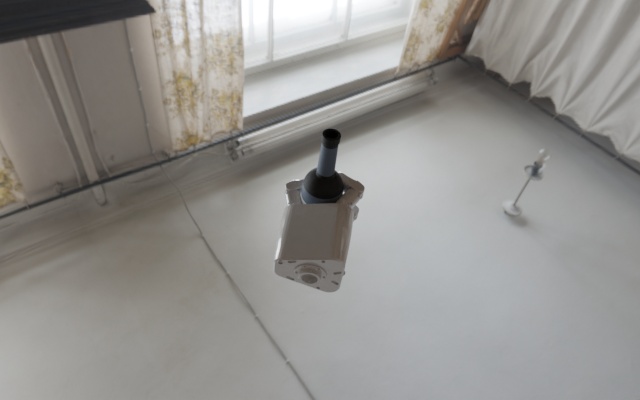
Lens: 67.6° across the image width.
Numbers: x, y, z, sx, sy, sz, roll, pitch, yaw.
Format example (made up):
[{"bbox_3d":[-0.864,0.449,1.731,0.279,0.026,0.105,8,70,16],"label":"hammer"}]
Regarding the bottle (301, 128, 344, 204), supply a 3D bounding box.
[{"bbox_3d":[0.000,0.003,0.791,0.069,0.069,0.296,0,-41,-8],"label":"bottle"}]
